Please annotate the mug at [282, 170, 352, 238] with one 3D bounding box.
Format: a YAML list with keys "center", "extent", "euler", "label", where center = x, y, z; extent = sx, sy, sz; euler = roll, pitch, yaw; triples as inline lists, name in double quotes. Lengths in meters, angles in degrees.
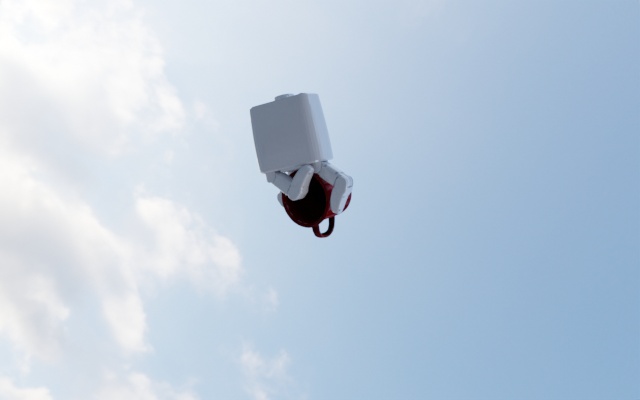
- center: [0.001, 0.004, 0.778]
  extent: [0.093, 0.117, 0.081]
  euler: [-9, 4, 36]
  label: "mug"
